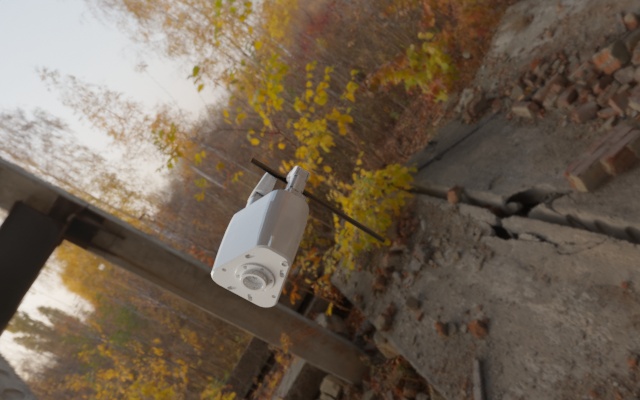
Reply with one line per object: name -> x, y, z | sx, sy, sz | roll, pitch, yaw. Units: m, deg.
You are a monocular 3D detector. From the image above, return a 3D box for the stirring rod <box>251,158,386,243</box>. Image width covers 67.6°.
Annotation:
stirring rod -> 0.000, 0.002, 0.720 | 0.239, 0.011, 0.011 | 31, -9, -14
